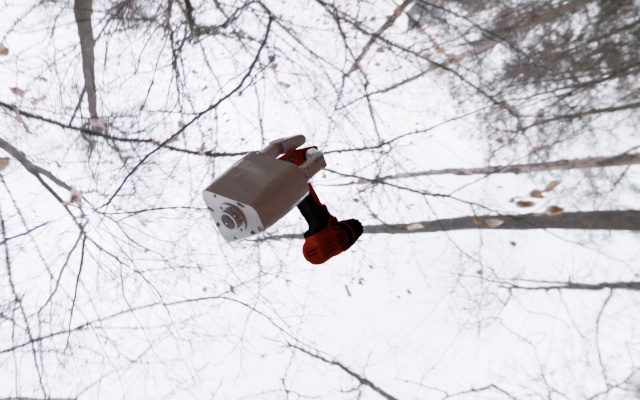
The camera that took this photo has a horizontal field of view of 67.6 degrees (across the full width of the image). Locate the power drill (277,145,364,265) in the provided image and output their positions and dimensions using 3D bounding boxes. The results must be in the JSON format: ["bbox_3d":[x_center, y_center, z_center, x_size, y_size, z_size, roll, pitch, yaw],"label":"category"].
[{"bbox_3d":[0.000,0.002,0.804,0.057,0.187,0.184,-27,-2,26],"label":"power drill"}]
